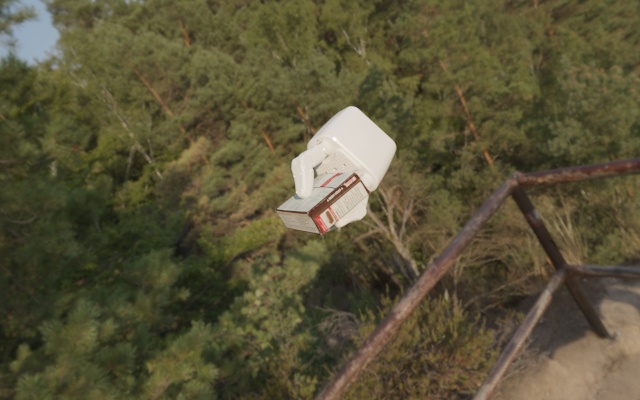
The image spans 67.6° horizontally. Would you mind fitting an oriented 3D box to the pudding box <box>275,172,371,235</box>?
[{"bbox_3d":[0.000,0.002,0.643,0.090,0.039,0.113,-41,16,-20],"label":"pudding box"}]
